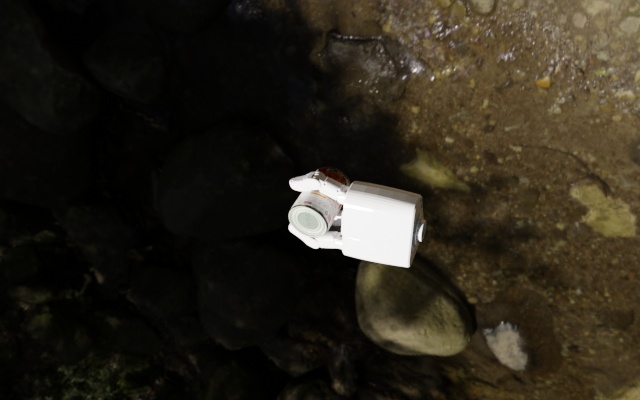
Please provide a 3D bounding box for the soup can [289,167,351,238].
[{"bbox_3d":[0.000,0.003,0.765,0.068,0.068,0.102,0,39,30],"label":"soup can"}]
